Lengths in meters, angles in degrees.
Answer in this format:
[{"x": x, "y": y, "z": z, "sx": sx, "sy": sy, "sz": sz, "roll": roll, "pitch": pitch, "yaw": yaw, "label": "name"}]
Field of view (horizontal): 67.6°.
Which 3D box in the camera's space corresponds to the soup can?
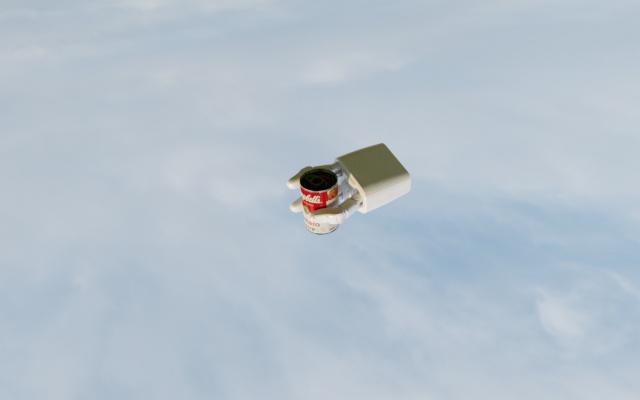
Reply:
[{"x": 0.000, "y": 0.003, "z": 0.863, "sx": 0.068, "sy": 0.102, "sz": 0.068, "roll": -3, "pitch": 39, "yaw": 2, "label": "soup can"}]
